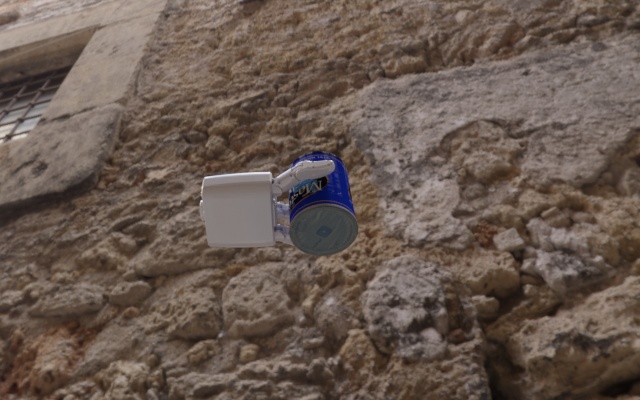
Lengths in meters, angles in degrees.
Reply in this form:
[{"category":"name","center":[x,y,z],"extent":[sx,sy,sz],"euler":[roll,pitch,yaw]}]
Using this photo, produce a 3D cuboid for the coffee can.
[{"category":"coffee can","center":[0.000,0.003,0.758],"extent":[0.103,0.103,0.140],"euler":[0,40,-5]}]
